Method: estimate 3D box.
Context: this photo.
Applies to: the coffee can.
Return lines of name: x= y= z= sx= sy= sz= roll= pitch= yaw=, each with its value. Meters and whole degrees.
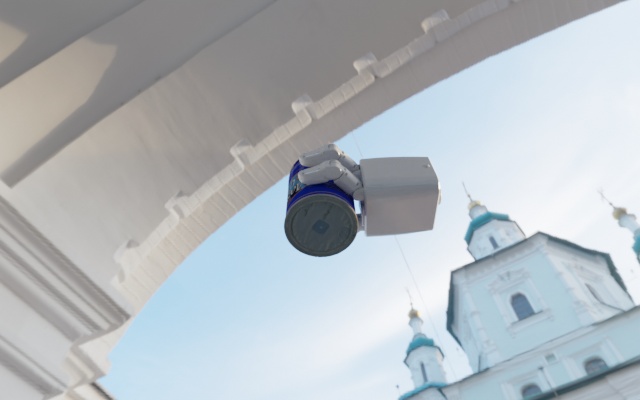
coffee can: x=0.000 y=0.002 z=0.716 sx=0.103 sy=0.103 sz=0.140 roll=0 pitch=31 yaw=-1
